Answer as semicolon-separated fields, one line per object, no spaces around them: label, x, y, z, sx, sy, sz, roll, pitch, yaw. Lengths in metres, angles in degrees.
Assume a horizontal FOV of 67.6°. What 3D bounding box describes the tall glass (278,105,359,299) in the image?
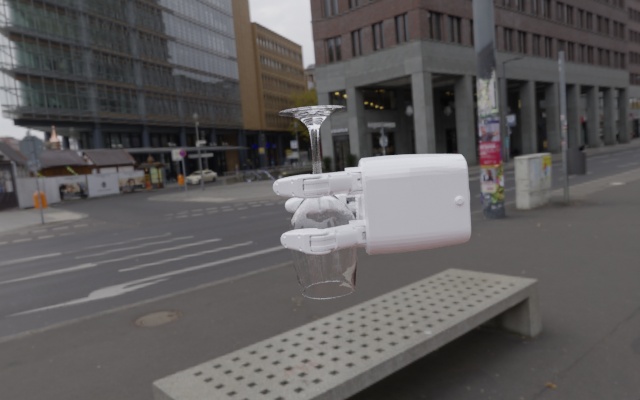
tall glass;0.000;0.001;0.523;0.079;0.201;0.079;-5;5;0
